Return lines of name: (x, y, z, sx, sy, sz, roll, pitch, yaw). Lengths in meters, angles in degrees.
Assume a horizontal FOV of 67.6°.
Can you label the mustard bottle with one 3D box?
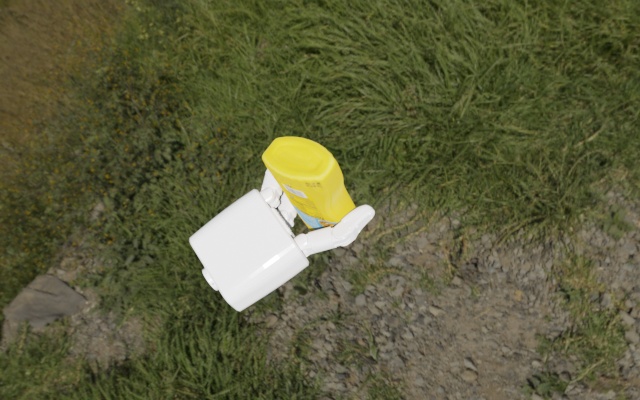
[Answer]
mustard bottle: (0.000, 0.002, 0.616, 0.096, 0.058, 0.192, 21, -24, 31)
